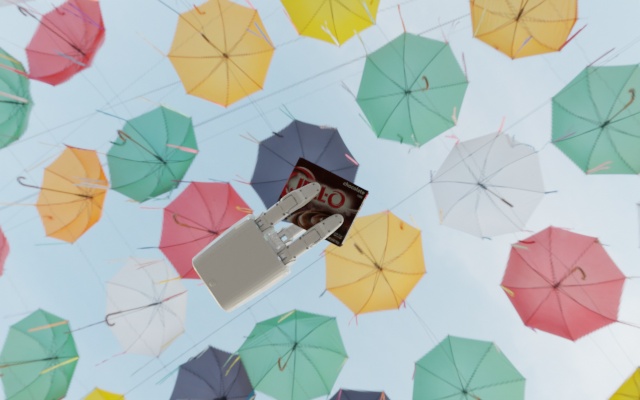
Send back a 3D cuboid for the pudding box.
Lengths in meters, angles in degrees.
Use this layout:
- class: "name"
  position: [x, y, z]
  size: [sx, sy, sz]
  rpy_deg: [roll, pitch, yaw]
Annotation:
- class: "pudding box"
  position: [0.000, 0.002, 0.685]
  size: [0.113, 0.090, 0.039]
  rpy_deg: [27, 0, 5]
